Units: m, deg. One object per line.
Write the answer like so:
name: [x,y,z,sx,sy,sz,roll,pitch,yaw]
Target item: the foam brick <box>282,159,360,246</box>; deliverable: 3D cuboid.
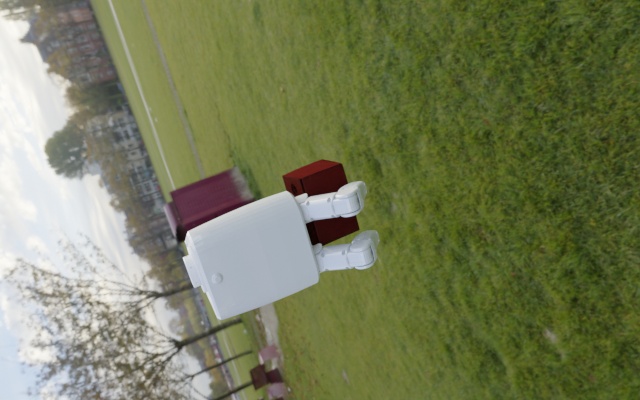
foam brick: [0.000,0.001,0.509,0.051,0.078,0.053,-21,15,-20]
